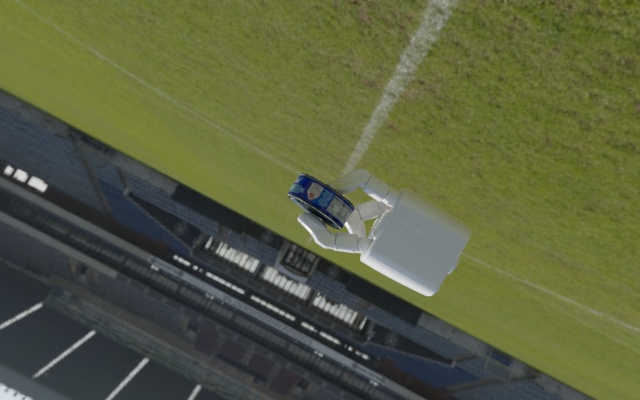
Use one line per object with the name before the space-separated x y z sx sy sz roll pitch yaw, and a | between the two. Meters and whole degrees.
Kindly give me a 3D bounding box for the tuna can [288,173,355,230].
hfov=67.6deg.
tuna can | 0.000 0.002 0.621 0.086 0.033 0.086 32 -8 5
